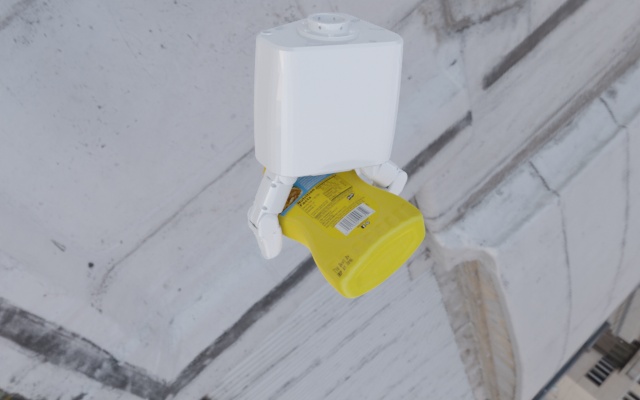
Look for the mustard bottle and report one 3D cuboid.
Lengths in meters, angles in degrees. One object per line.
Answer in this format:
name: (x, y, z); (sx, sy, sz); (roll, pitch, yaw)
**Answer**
mustard bottle: (0.000, 0.002, 0.456); (0.096, 0.058, 0.191); (-39, 49, -13)
